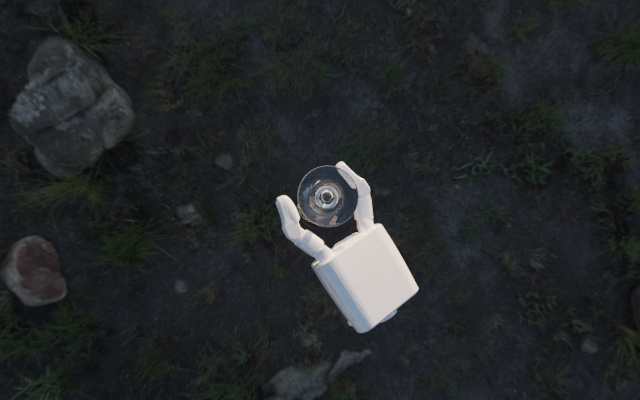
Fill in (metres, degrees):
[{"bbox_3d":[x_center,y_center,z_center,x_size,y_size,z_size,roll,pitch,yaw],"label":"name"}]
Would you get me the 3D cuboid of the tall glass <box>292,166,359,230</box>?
[{"bbox_3d":[0.000,0.002,0.672,0.079,0.079,0.201,0,-4,-6],"label":"tall glass"}]
